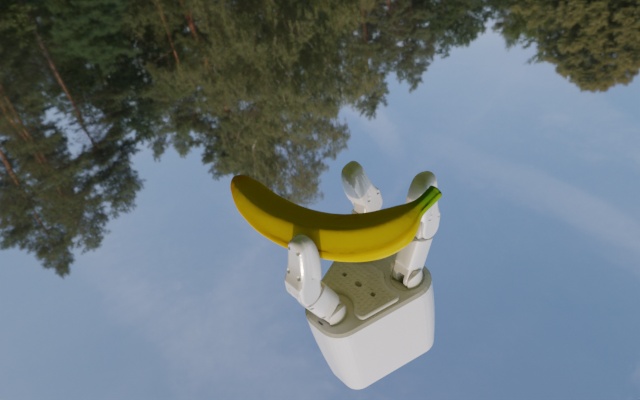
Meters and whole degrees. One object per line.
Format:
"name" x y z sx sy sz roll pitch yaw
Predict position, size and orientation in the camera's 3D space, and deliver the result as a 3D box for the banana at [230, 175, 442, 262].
"banana" -0.004 0.015 0.399 0.198 0.069 0.037 6 -40 26
